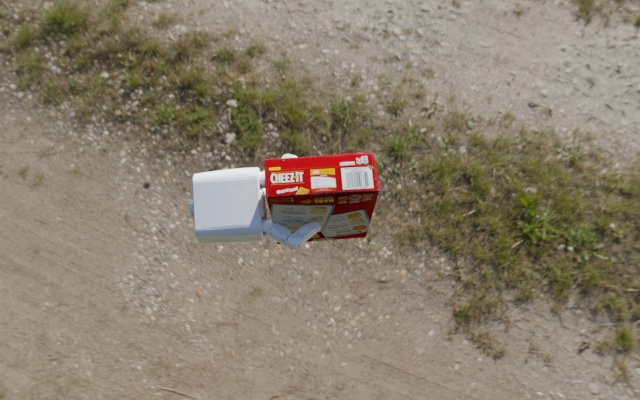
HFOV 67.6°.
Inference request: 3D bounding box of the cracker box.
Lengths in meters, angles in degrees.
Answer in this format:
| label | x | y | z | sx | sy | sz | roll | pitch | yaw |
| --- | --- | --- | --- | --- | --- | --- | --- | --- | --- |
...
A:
| label | x | y | z | sx | sy | sz | roll | pitch | yaw |
| --- | --- | --- | --- | --- | --- | --- | --- | --- | --- |
| cracker box | 0.000 | 0.003 | 0.779 | 0.164 | 0.072 | 0.214 | -4 | -22 | -2 |
